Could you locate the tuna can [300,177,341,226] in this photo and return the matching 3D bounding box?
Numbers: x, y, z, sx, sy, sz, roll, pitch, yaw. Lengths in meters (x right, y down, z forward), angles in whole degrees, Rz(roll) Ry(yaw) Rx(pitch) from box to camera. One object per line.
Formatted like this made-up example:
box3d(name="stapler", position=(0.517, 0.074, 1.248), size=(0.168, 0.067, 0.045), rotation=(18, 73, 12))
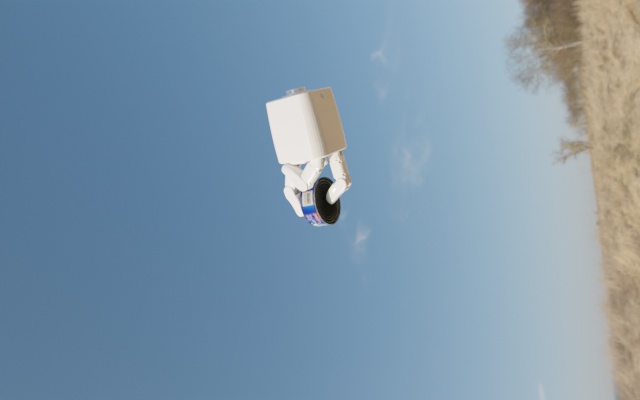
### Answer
box3d(name="tuna can", position=(0.000, 0.003, 0.850), size=(0.034, 0.086, 0.086), rotation=(-10, -5, 32))
